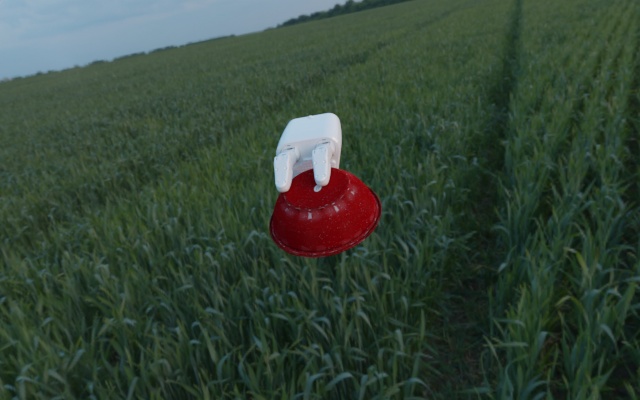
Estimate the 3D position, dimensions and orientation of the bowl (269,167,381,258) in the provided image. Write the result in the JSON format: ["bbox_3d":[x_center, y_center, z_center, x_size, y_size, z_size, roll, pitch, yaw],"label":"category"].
[{"bbox_3d":[0.000,0.003,0.657,0.162,0.055,0.162,-10,39,8],"label":"bowl"}]
